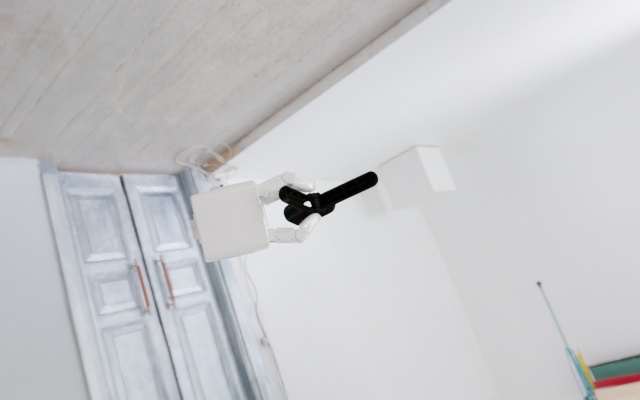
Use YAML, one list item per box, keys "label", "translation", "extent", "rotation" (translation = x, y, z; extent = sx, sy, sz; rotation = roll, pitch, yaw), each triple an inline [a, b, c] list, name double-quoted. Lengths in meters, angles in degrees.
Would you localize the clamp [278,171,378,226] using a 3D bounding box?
- label: "clamp"
  translation: [0.000, 0.004, 0.816]
  extent: [0.164, 0.036, 0.210]
  rotation: [-11, -15, -14]
